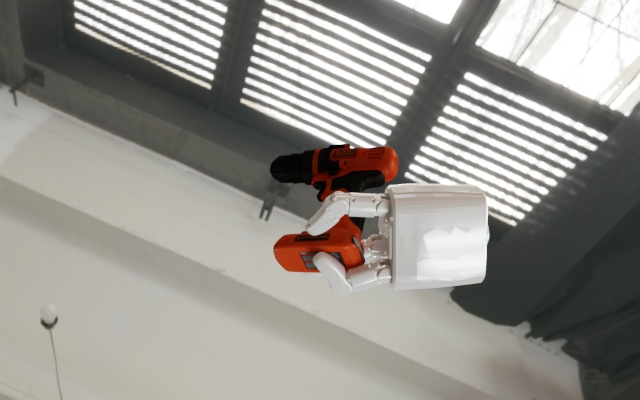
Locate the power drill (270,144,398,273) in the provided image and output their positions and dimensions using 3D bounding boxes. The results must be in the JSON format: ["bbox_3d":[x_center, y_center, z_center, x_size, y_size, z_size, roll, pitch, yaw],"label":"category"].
[{"bbox_3d":[0.000,0.002,0.617,0.184,0.187,0.057,-3,-42,22],"label":"power drill"}]
